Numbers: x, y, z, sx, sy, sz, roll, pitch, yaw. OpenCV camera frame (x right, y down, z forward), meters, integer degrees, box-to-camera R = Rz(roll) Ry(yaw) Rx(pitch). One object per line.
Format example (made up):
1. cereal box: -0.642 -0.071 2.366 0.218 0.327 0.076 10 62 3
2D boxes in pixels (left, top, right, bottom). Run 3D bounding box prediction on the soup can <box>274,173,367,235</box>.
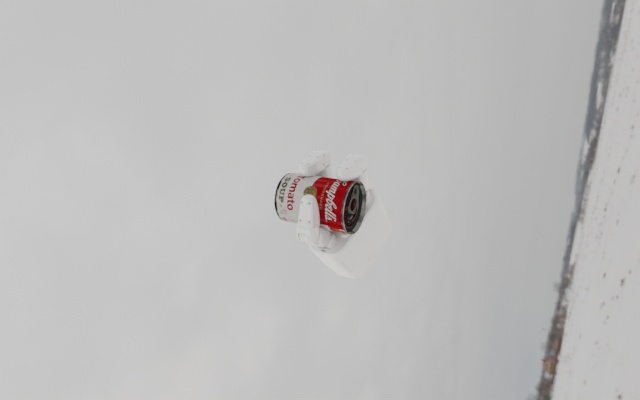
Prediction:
1. soup can: 0.000 0.002 0.622 0.102 0.068 0.068 10 4 28
